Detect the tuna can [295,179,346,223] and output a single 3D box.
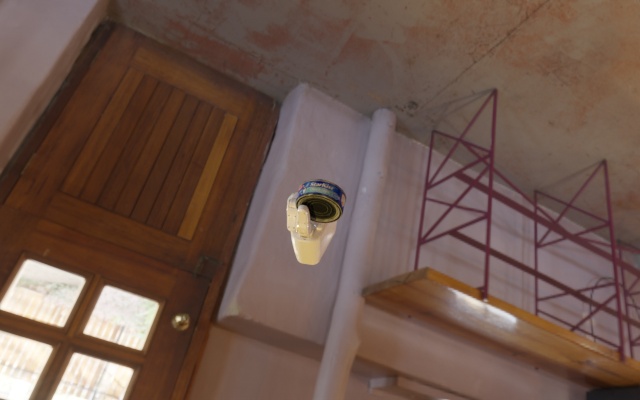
[{"bbox_3d":[0.000,0.003,0.831,0.086,0.033,0.086,10,-36,7],"label":"tuna can"}]
